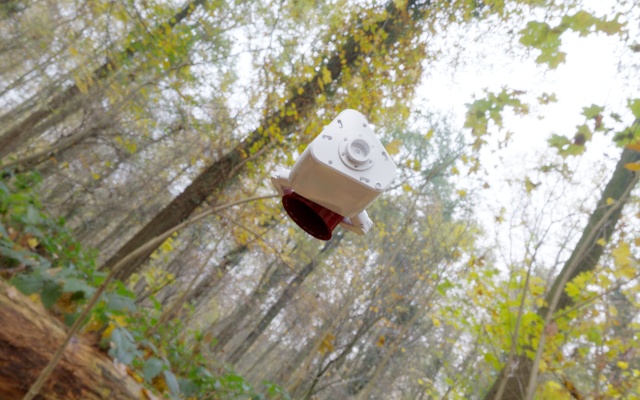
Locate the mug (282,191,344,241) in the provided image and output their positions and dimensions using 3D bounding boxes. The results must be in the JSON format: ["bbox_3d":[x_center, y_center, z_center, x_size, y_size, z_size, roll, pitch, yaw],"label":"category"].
[{"bbox_3d":[0.000,0.003,0.720,0.093,0.081,0.117,43,-24,-1],"label":"mug"}]
